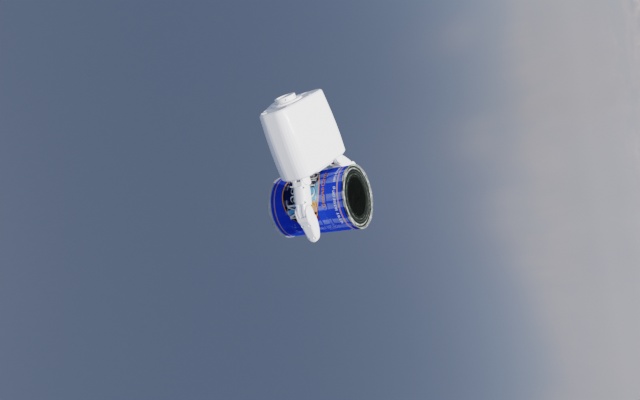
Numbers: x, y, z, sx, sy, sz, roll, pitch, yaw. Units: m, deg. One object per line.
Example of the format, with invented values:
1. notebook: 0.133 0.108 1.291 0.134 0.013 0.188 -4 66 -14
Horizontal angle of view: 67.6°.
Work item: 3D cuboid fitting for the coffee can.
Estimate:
1. coffee can: 0.000 0.003 0.775 0.140 0.103 0.103 -9 -4 30
